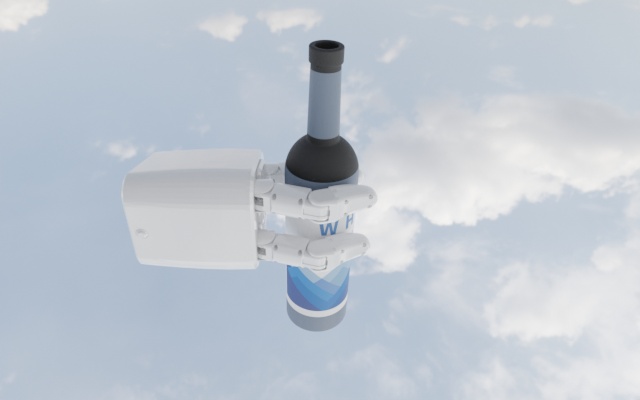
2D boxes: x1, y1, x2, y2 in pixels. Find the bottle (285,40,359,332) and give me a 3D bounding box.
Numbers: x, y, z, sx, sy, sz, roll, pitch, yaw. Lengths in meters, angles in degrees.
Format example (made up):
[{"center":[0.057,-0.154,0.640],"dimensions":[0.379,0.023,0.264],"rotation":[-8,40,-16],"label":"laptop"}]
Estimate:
[{"center":[0.000,0.002,0.447],"dimensions":[0.069,0.296,0.069],"rotation":[1,36,-1],"label":"bottle"}]
